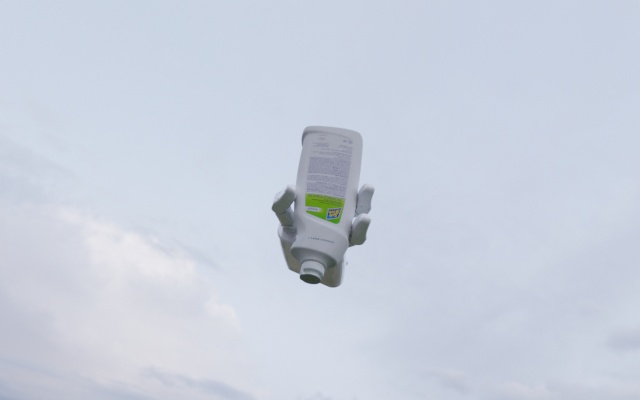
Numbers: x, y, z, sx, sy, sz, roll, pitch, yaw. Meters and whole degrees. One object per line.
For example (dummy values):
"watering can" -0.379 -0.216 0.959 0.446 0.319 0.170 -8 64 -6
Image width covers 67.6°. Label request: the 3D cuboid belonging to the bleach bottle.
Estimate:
"bleach bottle" 0.000 0.002 0.693 0.102 0.250 0.068 6 -36 9
